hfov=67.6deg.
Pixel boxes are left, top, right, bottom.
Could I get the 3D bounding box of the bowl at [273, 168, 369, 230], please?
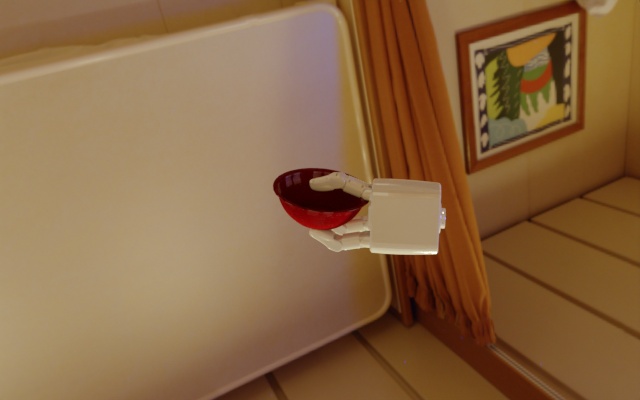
[{"bbox_3d":[-0.001,0.003,0.793,0.162,0.055,0.162,6,28,-3],"label":"bowl"}]
